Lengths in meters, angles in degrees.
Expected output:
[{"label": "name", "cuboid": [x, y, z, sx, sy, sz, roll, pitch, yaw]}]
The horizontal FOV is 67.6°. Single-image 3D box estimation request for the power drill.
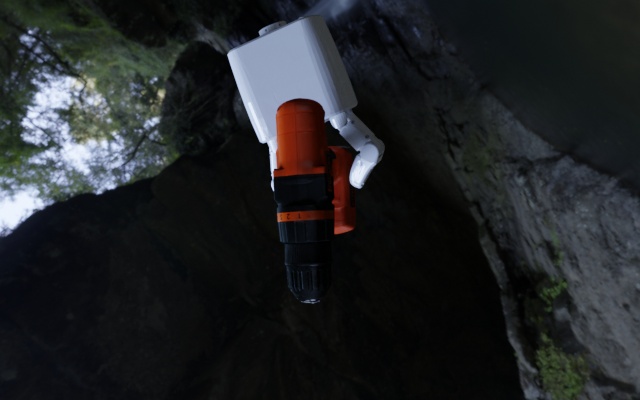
[{"label": "power drill", "cuboid": [0.000, 0.001, 0.500, 0.057, 0.184, 0.187, -2, -2, 10]}]
